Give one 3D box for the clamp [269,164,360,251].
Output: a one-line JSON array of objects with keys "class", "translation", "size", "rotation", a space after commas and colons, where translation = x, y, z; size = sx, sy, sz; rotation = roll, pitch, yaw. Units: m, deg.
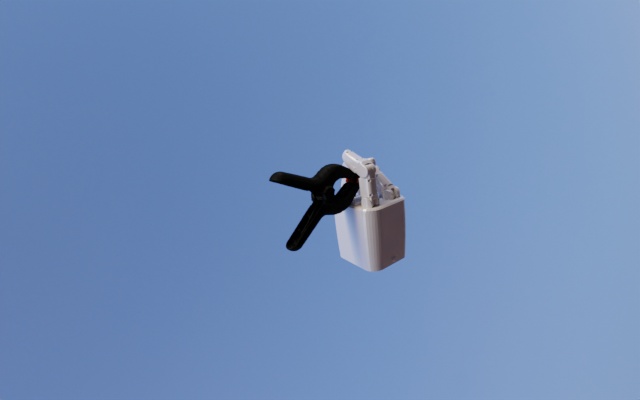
[{"class": "clamp", "translation": [0.000, 0.002, 0.723], "size": [0.171, 0.120, 0.039], "rotation": [-16, 23, -36]}]
